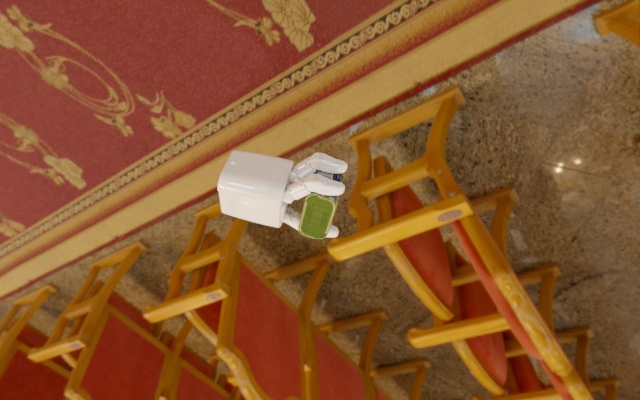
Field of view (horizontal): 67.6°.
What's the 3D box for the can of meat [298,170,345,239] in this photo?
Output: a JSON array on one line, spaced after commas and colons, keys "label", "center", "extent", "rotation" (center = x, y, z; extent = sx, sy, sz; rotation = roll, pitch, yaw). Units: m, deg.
[{"label": "can of meat", "center": [0.000, 0.003, 0.800], "extent": [0.057, 0.102, 0.084], "rotation": [15, 41, -1]}]
